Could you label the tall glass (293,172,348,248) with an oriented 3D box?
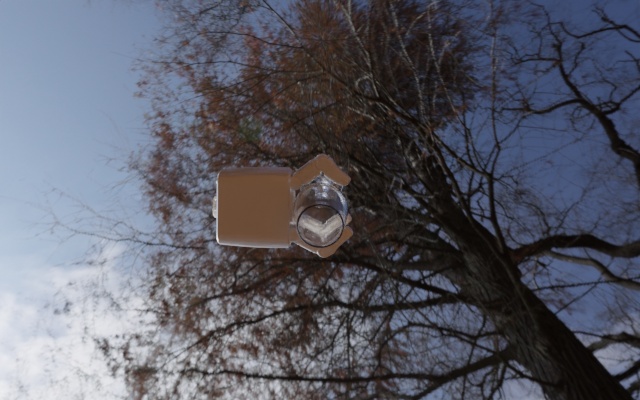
[{"bbox_3d":[0.000,0.002,0.714,0.079,0.079,0.201,0,18,0],"label":"tall glass"}]
